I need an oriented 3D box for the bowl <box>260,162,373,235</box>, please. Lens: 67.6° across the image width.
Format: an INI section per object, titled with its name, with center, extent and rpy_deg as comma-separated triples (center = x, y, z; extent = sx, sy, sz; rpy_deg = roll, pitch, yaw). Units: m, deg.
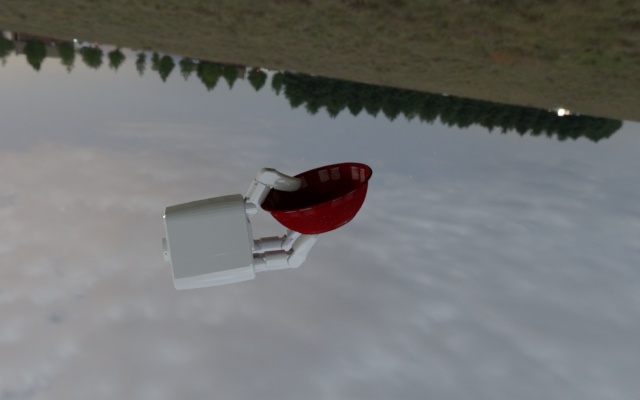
[bowl]
center = 0.002, 0.002, 0.666
extent = 0.162, 0.055, 0.162
rpy_deg = -16, 20, 6
